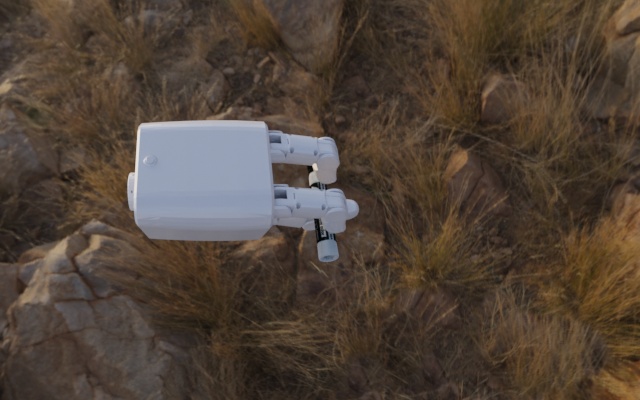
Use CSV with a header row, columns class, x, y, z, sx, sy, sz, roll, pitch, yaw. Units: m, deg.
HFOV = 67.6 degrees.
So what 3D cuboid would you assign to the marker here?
class,x,y,z,sx,sy,sz,roll,pitch,yaw
marker,0.000,0.002,0.473,0.020,0.121,0.020,-7,-28,-4
